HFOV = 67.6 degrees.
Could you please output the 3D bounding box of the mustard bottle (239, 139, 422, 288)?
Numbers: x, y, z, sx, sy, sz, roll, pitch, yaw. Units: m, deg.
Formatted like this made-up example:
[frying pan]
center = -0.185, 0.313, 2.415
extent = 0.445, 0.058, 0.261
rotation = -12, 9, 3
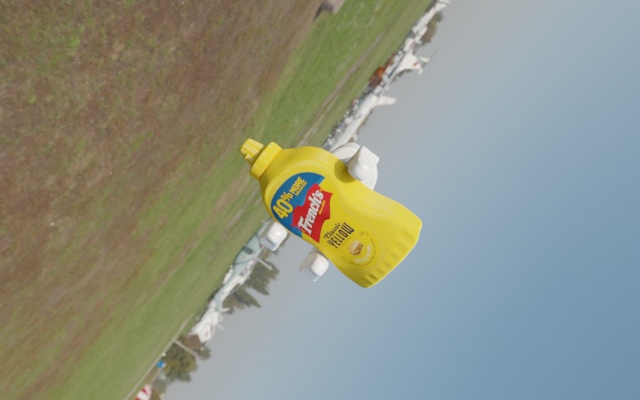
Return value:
[mustard bottle]
center = 0.000, 0.002, 0.482
extent = 0.191, 0.096, 0.058
rotation = 37, 37, -3
